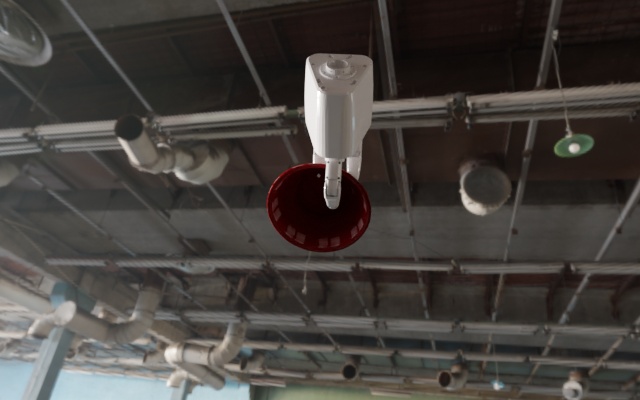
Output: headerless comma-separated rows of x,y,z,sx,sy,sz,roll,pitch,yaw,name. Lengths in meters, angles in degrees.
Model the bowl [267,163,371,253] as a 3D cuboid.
0.000,0.003,0.755,0.162,0.162,0.055,0,31,8,bowl
